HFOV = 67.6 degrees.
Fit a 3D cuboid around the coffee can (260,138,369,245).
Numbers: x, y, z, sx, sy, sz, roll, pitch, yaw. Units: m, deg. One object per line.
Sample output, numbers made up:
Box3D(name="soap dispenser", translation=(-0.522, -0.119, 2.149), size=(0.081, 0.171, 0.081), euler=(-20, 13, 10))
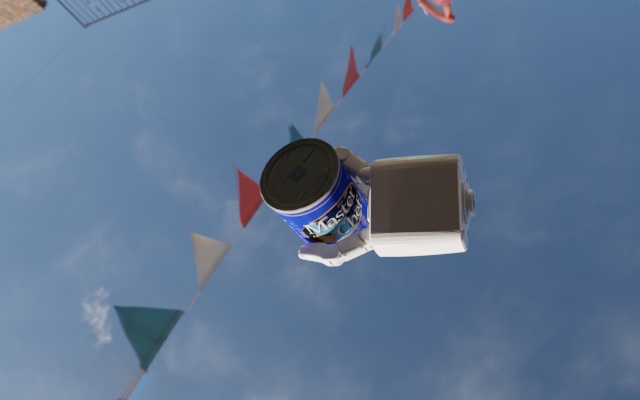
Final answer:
Box3D(name="coffee can", translation=(0.000, 0.002, 0.615), size=(0.103, 0.102, 0.140), euler=(0, -30, 27))
